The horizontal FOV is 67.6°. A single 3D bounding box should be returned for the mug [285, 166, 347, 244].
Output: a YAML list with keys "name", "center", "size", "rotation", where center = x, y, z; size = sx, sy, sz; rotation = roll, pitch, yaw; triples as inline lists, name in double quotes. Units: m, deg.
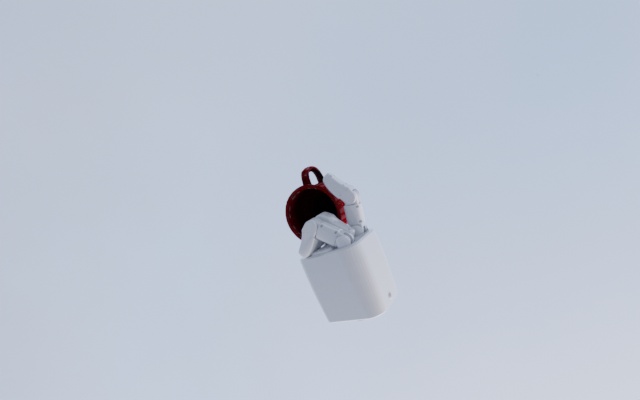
- name: "mug"
  center: [0.000, 0.001, 0.749]
  size: [0.093, 0.117, 0.081]
  rotation: [-19, 3, 27]
